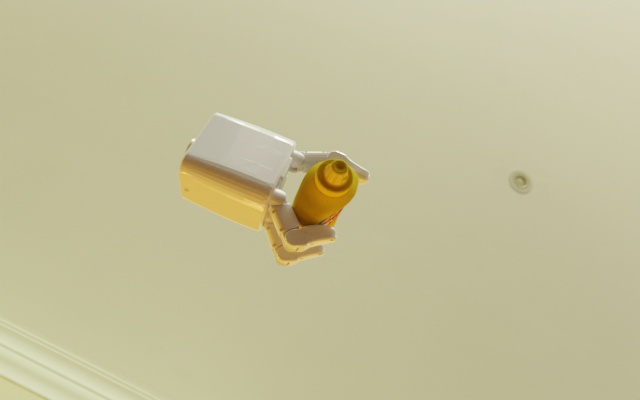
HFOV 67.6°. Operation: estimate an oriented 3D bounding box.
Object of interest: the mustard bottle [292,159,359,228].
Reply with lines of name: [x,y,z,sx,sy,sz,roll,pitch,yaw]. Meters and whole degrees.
mustard bottle: [0.000,0.002,0.575,0.096,0.058,0.192,-42,-9,-24]
